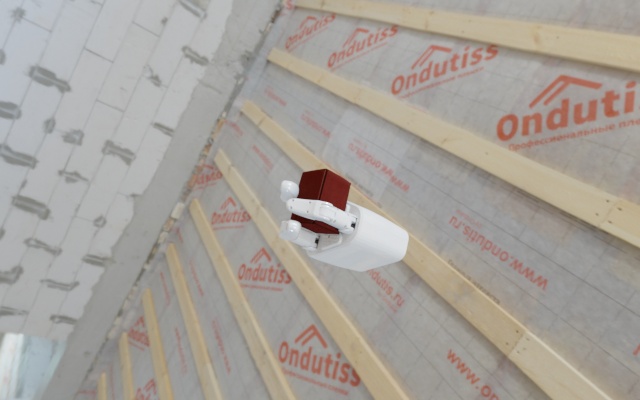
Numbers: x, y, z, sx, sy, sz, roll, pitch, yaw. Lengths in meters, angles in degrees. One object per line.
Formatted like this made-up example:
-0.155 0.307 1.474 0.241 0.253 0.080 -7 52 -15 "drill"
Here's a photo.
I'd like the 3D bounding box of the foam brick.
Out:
0.000 0.002 0.663 0.051 0.078 0.053 24 -16 -38 "foam brick"
